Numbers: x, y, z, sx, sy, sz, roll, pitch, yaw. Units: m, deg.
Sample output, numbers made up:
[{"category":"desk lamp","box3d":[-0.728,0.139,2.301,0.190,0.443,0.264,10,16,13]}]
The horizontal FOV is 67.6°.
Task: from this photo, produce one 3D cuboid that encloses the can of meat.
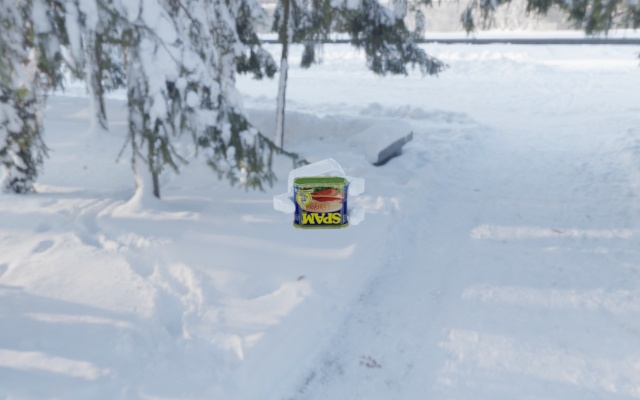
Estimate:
[{"category":"can of meat","box3d":[0.000,0.003,0.859,0.102,0.084,0.057,-1,18,-1]}]
